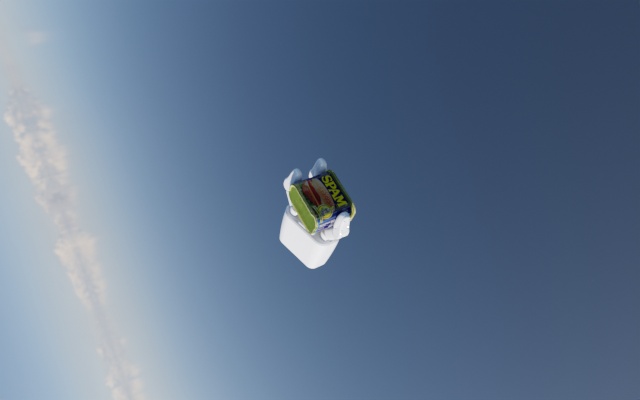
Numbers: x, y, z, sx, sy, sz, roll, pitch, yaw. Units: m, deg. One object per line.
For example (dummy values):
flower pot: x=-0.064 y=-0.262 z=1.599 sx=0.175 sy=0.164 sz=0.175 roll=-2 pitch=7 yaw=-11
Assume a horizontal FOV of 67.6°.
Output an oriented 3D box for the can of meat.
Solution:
can of meat: x=0.000 y=0.003 z=0.867 sx=0.084 sy=0.102 sz=0.057 roll=-20 pitch=-23 yaw=-26
